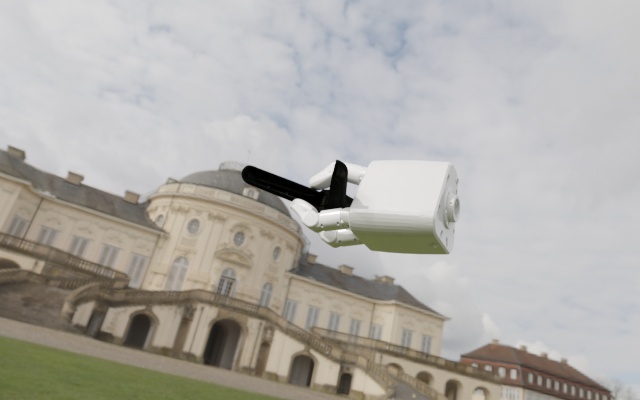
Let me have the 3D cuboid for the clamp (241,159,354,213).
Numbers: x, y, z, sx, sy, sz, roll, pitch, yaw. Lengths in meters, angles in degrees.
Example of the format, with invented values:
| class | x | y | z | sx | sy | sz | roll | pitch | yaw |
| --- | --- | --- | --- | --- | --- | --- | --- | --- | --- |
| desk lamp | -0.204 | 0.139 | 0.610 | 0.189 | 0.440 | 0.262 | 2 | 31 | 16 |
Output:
| class | x | y | z | sx | sy | sz | roll | pitch | yaw |
| --- | --- | --- | --- | --- | --- | --- | --- | --- | --- |
| clamp | 0.001 | 0.002 | 0.667 | 0.164 | 0.036 | 0.210 | 5 | -24 | 31 |
